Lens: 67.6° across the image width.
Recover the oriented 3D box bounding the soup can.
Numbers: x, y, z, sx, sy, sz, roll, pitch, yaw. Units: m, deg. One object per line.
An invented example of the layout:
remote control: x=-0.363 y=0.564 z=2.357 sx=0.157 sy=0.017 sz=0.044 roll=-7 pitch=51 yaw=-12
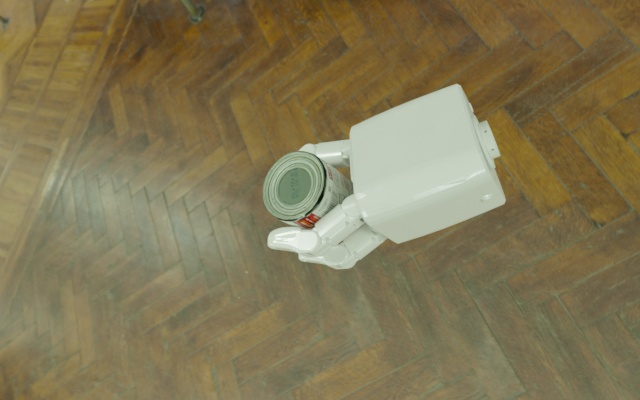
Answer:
soup can: x=-0.001 y=0.001 z=0.463 sx=0.068 sy=0.068 sz=0.102 roll=0 pitch=-18 yaw=31
